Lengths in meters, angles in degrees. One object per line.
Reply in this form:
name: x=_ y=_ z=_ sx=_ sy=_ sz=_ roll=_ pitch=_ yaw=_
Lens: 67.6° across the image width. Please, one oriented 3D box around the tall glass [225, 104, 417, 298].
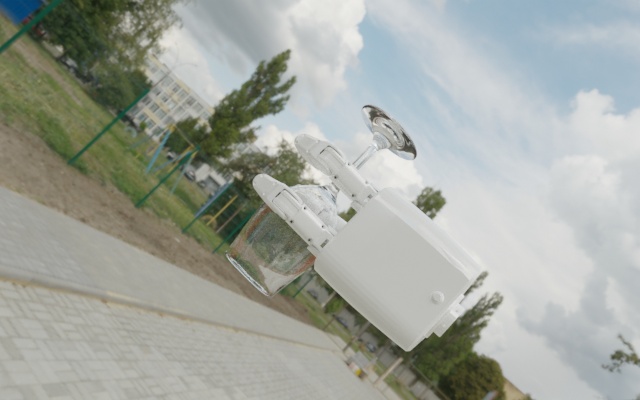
tall glass: x=0.000 y=0.001 z=0.467 sx=0.201 sy=0.079 sz=0.079 roll=-45 pitch=8 yaw=-8
